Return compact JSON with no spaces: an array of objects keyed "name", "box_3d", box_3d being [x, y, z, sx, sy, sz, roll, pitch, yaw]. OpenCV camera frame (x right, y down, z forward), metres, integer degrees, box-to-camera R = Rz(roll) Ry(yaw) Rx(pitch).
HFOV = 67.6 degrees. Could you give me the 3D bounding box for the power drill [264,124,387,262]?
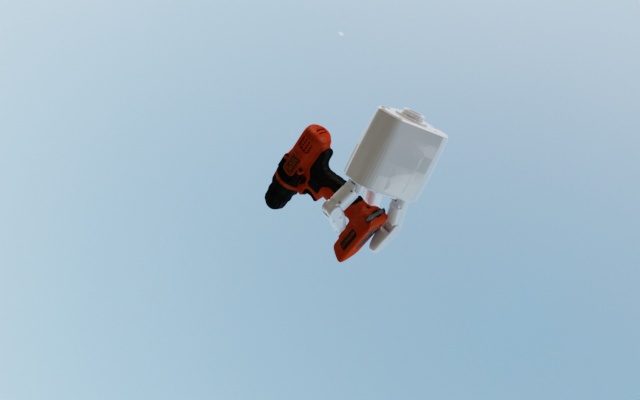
[{"name":"power drill","box_3d":[0.001,0.003,0.749,0.057,0.187,0.184,-28,-19,-46]}]
